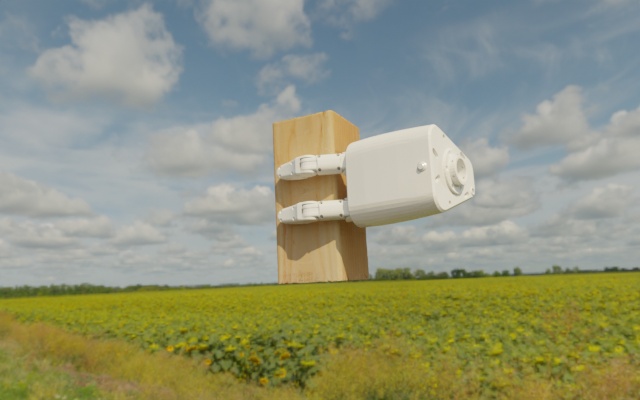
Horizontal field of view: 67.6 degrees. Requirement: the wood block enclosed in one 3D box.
[{"bbox_3d":[0.001,0.002,0.620,0.090,0.206,0.091,-8,-11,27],"label":"wood block"}]
